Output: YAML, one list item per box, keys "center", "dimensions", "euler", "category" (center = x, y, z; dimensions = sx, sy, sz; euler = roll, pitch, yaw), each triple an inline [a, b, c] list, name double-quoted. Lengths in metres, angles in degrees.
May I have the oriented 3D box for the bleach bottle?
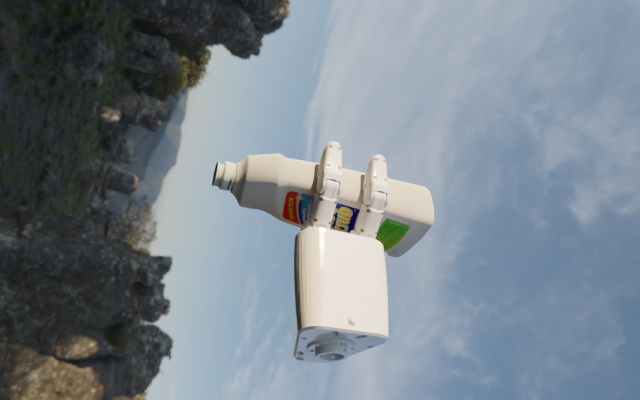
- center: [0.000, 0.002, 0.555]
  dimensions: [0.251, 0.068, 0.103]
  euler: [13, -37, -19]
  category: "bleach bottle"
